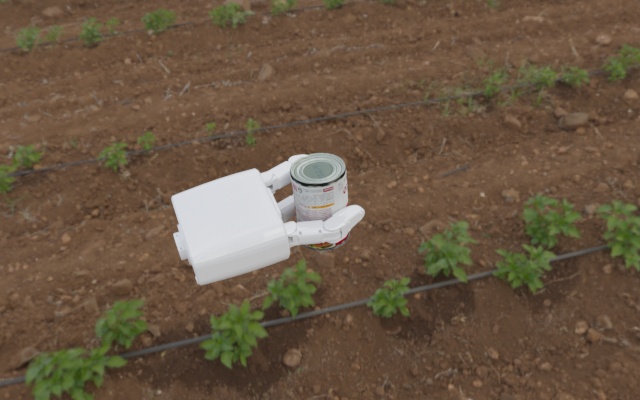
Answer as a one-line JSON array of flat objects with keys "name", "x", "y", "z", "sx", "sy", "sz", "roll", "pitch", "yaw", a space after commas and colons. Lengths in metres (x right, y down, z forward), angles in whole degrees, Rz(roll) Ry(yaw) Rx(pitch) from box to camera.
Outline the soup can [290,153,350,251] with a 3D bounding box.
[{"name": "soup can", "x": 0.001, "y": 0.002, "z": 0.582, "sx": 0.068, "sy": 0.102, "sz": 0.068, "roll": -3, "pitch": 38, "yaw": 3}]
